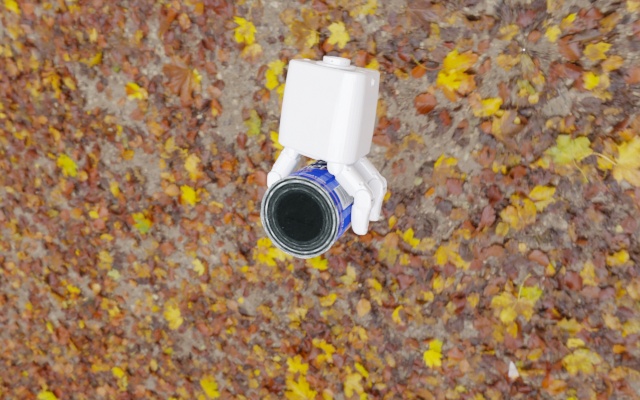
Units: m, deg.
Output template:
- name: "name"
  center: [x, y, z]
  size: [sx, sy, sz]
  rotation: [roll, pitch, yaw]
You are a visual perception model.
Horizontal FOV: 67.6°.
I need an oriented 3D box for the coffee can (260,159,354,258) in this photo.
- name: "coffee can"
  center: [0.000, 0.002, 0.625]
  size: [0.103, 0.103, 0.140]
  rotation: [0, 16, 23]
